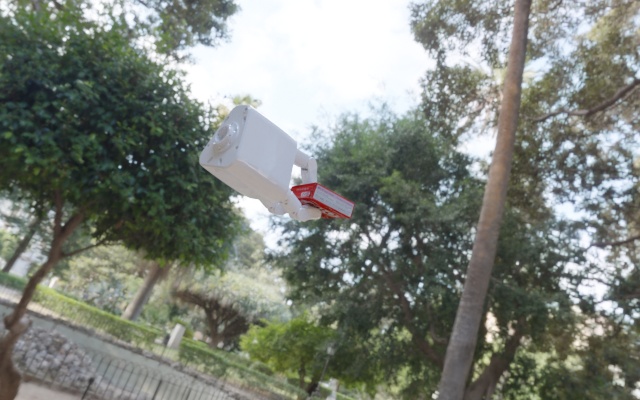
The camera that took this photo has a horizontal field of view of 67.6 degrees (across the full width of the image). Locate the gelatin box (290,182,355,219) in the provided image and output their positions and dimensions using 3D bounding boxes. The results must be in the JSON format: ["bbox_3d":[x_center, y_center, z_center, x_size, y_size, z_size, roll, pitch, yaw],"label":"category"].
[{"bbox_3d":[0.001,0.002,0.793,0.089,0.030,0.073,27,-17,-32],"label":"gelatin box"}]
